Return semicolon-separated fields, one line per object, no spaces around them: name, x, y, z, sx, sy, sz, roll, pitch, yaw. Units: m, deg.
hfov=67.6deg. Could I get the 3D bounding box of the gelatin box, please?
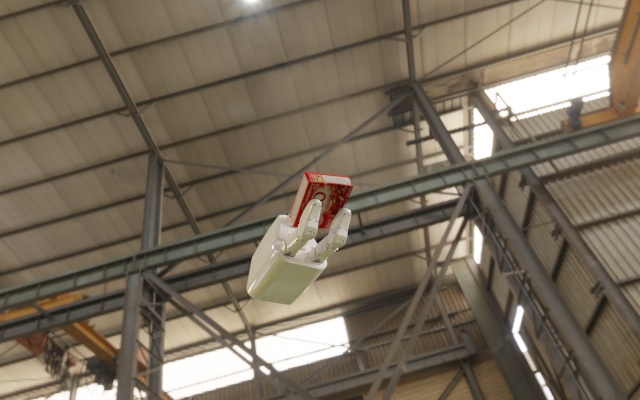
gelatin box;0.000;0.002;0.728;0.073;0.089;0.030;5;36;-23
